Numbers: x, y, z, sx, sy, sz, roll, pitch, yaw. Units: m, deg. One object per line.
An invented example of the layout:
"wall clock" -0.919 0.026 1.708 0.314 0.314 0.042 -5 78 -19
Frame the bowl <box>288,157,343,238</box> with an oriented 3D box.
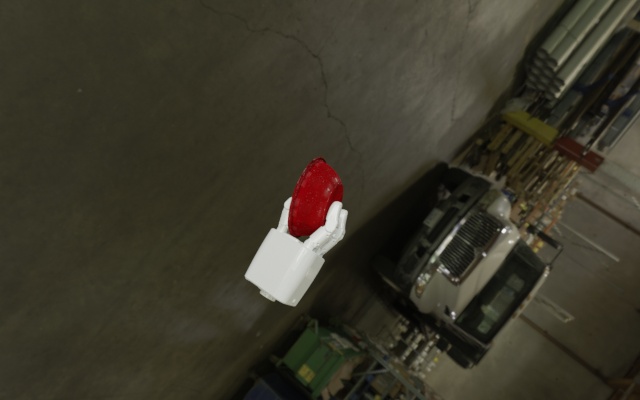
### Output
"bowl" 0.001 0.002 0.896 0.055 0.162 0.162 19 6 18
